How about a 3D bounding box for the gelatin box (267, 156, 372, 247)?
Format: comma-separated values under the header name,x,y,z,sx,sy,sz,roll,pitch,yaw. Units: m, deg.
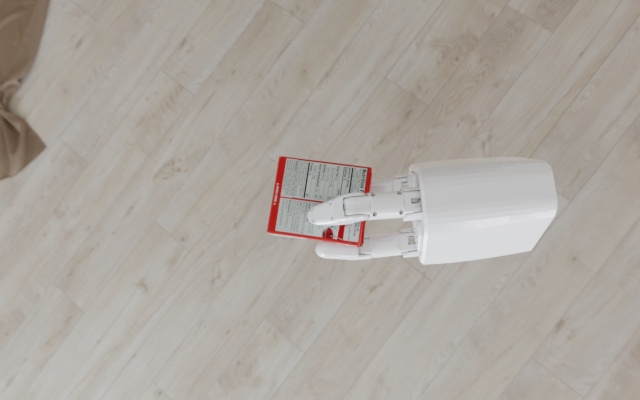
name,x,y,z,sx,sy,sz,roll,pitch,yaw
gelatin box,0.000,0.001,0.445,0.089,0.073,0.030,7,-7,5
